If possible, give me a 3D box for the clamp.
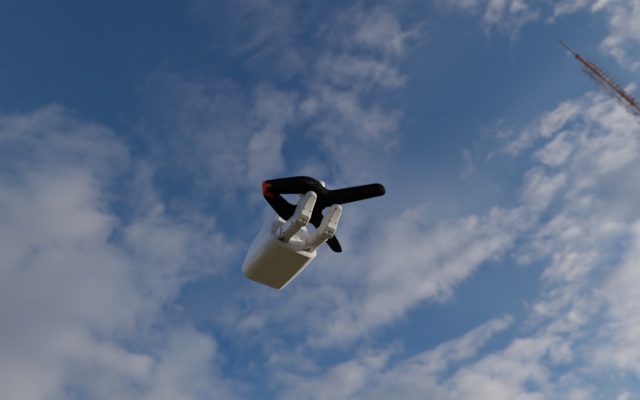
[{"bbox_3d":[-0.001,0.002,0.834,0.210,0.165,0.036,26,28,-28],"label":"clamp"}]
